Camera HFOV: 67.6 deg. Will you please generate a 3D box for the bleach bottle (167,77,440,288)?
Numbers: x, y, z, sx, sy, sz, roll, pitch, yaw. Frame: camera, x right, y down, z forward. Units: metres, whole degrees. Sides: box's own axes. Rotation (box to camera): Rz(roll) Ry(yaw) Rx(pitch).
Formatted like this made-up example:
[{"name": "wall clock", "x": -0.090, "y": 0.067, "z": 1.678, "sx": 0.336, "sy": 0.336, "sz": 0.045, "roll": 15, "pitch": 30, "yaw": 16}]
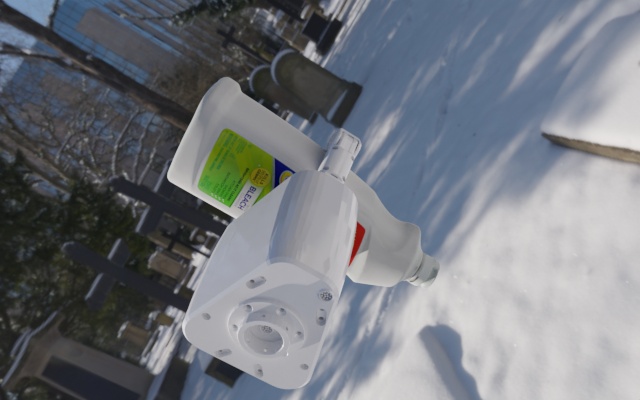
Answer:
[{"name": "bleach bottle", "x": 0.000, "y": 0.001, "z": 0.423, "sx": 0.251, "sy": 0.103, "sz": 0.068, "roll": 30, "pitch": 29, "yaw": -9}]
